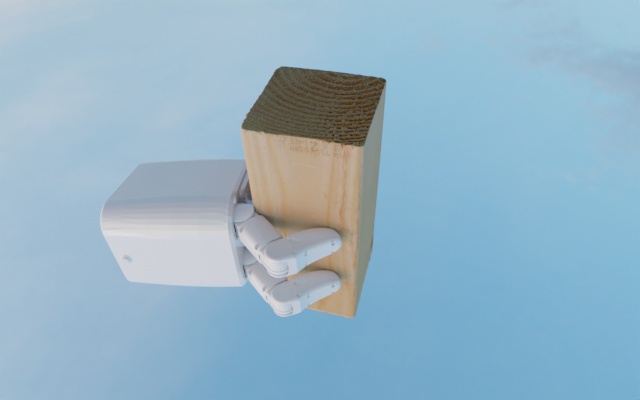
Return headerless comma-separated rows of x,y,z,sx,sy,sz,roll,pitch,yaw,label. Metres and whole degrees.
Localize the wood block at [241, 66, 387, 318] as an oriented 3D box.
0.000,0.001,0.417,0.090,0.206,0.090,10,46,11,wood block
